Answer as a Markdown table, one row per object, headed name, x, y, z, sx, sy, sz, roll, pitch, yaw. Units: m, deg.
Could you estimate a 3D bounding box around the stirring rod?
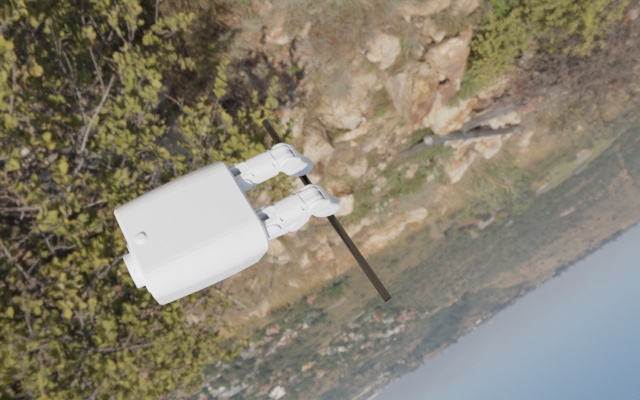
| name | x | y | z | sx | sy | sz | roll | pitch | yaw |
| --- | --- | --- | --- | --- | --- | --- | --- | --- | --- |
| stirring rod | 0.000 | 0.002 | 0.492 | 0.011 | 0.239 | 0.011 | -29 | -24 | -14 |
